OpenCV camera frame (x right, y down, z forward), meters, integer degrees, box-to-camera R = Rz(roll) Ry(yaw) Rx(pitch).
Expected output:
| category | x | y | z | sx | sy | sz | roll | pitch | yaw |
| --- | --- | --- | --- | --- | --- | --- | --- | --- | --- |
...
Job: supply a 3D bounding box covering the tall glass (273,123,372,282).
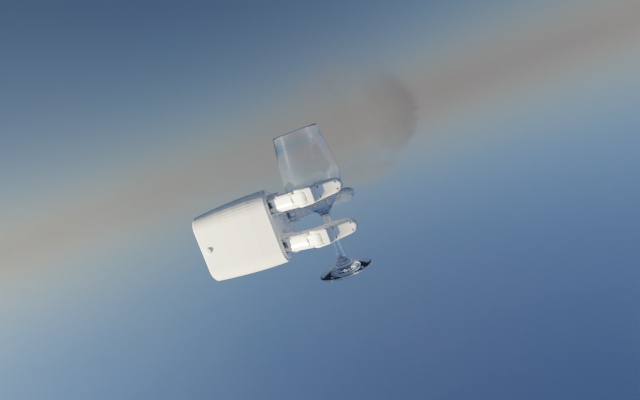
| category | x | y | z | sx | sy | sz | roll | pitch | yaw |
| --- | --- | --- | --- | --- | --- | --- | --- | --- | --- |
| tall glass | 0.000 | 0.003 | 0.638 | 0.079 | 0.201 | 0.079 | -20 | 7 | 3 |
